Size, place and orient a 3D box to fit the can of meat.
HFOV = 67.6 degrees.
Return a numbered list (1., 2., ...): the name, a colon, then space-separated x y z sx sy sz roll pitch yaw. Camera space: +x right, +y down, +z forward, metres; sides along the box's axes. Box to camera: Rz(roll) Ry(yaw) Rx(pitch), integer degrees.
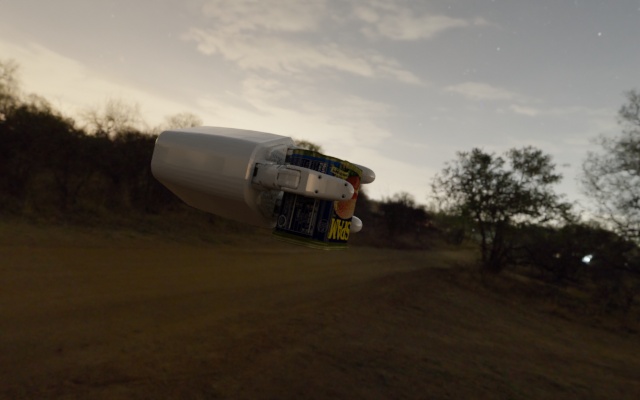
1. can of meat: 0.000 0.001 0.462 0.057 0.084 0.102 12 -2 19
